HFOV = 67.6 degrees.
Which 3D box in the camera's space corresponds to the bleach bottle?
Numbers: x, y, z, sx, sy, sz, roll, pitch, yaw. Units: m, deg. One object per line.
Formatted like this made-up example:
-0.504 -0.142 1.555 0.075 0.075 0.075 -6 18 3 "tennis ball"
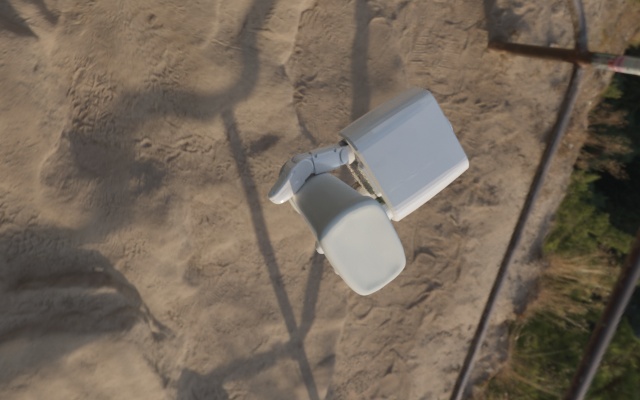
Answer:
0.000 0.002 0.545 0.068 0.103 0.250 -34 30 -5 "bleach bottle"
